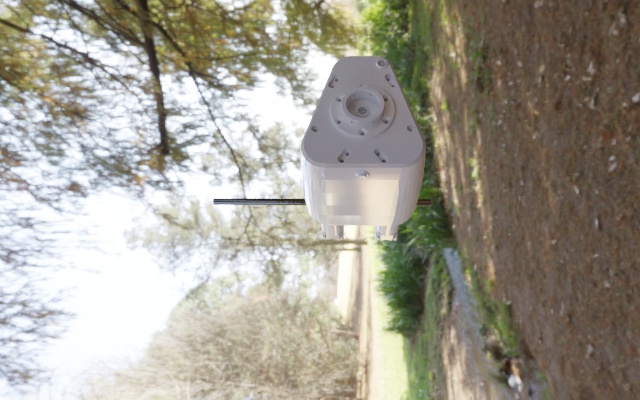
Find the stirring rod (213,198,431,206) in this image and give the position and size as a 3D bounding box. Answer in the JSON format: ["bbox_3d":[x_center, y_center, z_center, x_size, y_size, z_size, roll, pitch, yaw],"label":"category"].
[{"bbox_3d":[0.000,0.002,0.528,0.239,0.011,0.011,0,0,4],"label":"stirring rod"}]
